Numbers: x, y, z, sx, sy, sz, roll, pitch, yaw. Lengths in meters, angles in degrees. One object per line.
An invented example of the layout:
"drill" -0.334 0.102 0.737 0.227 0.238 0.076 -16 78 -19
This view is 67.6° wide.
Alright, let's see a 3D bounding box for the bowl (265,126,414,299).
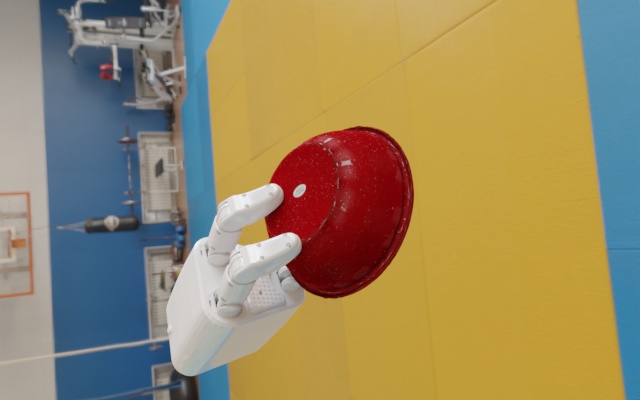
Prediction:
"bowl" 0.001 0.000 0.419 0.055 0.162 0.162 21 -15 -42
